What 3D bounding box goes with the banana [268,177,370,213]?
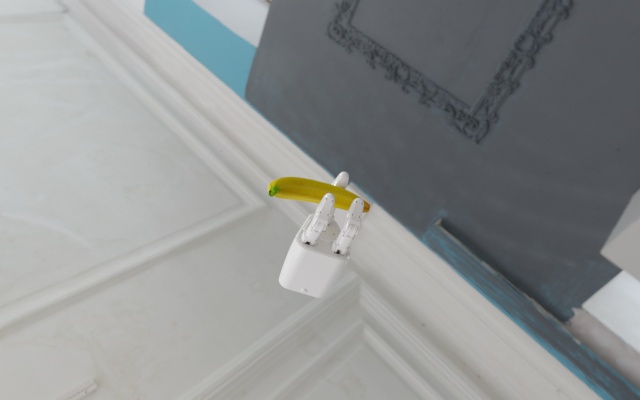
[{"bbox_3d":[-0.010,-0.008,0.788,0.198,0.037,0.069,7,31,-33],"label":"banana"}]
